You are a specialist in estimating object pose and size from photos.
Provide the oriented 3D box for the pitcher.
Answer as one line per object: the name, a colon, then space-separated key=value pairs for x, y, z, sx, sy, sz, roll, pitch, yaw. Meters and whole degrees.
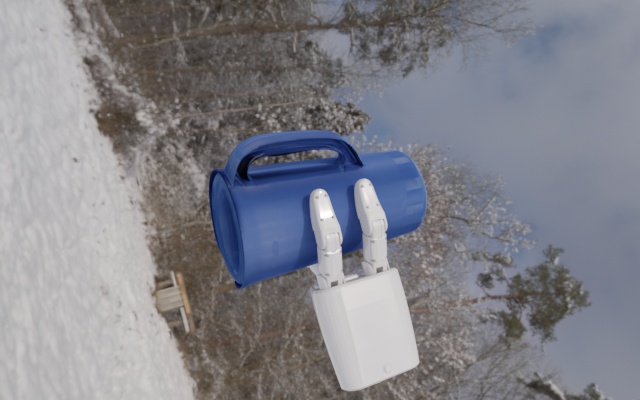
pitcher: x=0.000 y=0.002 z=0.556 sx=0.243 sy=0.145 sz=0.149 roll=-12 pitch=-7 yaw=-23
